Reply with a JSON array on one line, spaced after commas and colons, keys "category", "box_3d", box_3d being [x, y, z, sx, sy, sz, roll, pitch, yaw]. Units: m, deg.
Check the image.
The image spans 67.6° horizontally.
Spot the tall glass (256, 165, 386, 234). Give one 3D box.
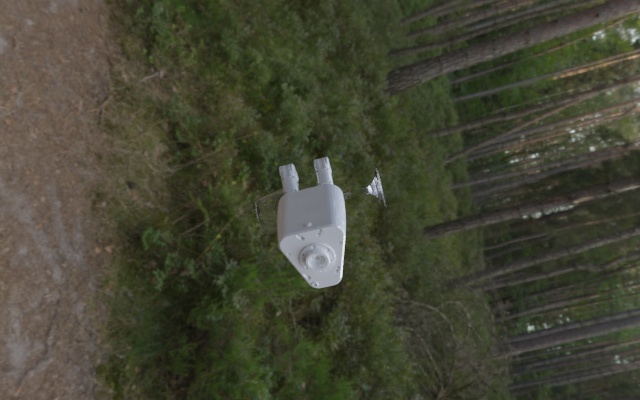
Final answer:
[{"category": "tall glass", "box_3d": [0.001, 0.002, 0.771, 0.201, 0.079, 0.079, -13, -1, 6]}]
